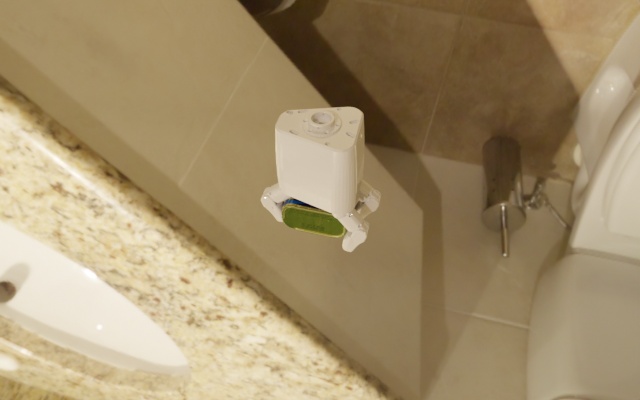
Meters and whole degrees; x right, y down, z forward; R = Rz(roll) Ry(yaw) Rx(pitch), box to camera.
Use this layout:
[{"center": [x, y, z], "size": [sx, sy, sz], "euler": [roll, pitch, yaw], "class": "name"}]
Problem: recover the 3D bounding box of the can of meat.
[{"center": [0.000, 0.003, 0.702], "size": [0.102, 0.084, 0.057], "euler": [11, -43, 8], "class": "can of meat"}]
